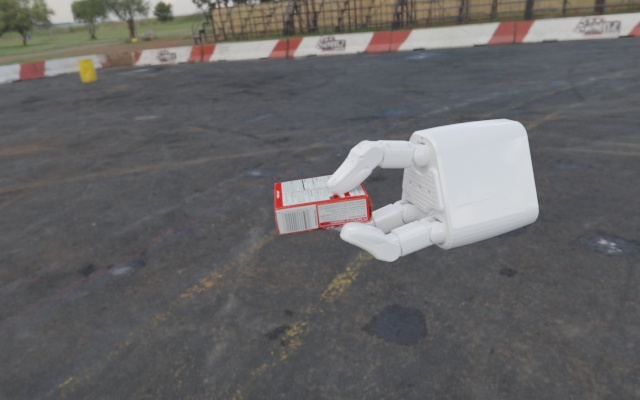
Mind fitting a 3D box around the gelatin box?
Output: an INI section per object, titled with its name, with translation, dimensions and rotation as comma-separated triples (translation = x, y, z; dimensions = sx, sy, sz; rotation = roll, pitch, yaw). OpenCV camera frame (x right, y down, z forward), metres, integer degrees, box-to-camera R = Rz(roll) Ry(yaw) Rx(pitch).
[gelatin box]
translation = 0.000, 0.001, 0.467
dimensions = 0.089, 0.030, 0.073
rotation = -8, 22, -3
